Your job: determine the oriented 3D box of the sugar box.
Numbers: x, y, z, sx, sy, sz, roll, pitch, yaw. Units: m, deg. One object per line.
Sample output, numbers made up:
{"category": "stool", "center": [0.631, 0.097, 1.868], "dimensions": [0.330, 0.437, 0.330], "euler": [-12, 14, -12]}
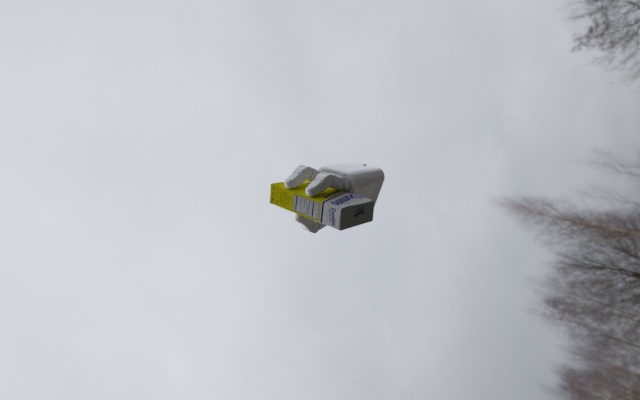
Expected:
{"category": "sugar box", "center": [0.000, 0.002, 0.857], "dimensions": [0.176, 0.048, 0.093], "euler": [16, 19, 40]}
